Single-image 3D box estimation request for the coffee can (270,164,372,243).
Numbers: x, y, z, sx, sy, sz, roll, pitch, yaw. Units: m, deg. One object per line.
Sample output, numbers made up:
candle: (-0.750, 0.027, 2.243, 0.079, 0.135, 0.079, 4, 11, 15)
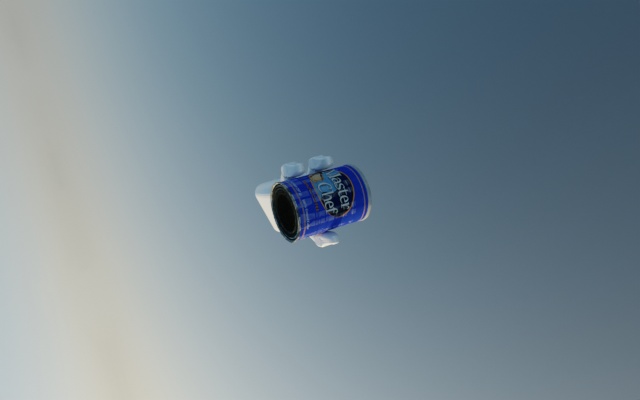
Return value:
coffee can: (0.000, 0.003, 0.808, 0.140, 0.103, 0.103, -16, 7, -27)
